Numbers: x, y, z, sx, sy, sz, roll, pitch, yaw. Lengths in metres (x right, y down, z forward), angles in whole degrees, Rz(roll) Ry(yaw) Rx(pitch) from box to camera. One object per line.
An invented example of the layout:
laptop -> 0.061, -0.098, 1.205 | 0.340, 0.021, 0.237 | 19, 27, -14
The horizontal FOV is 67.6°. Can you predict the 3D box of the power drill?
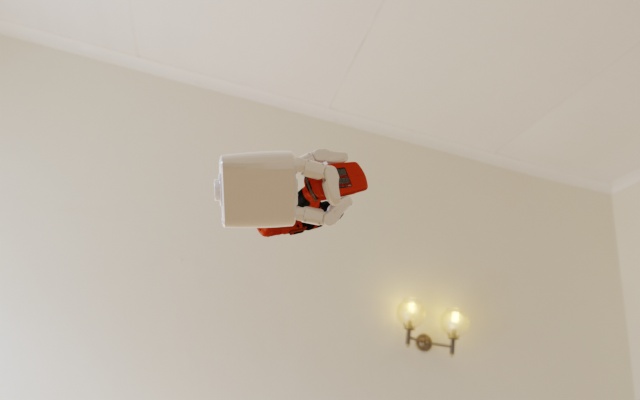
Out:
power drill -> 0.000, 0.002, 0.825 | 0.184, 0.057, 0.188 | -12, -20, -35
